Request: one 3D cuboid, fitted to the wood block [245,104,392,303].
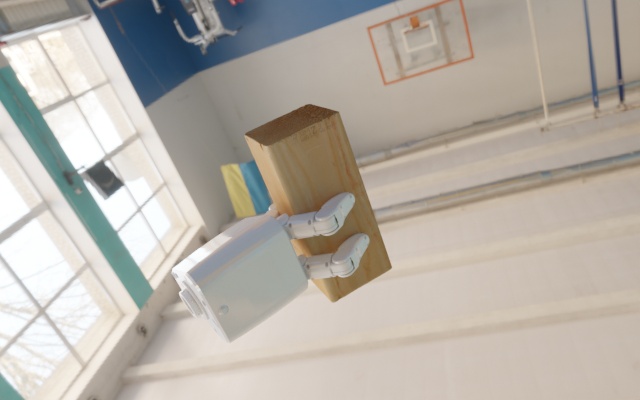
[{"bbox_3d":[0.000,0.002,0.565,0.090,0.206,0.090,-28,26,-14],"label":"wood block"}]
